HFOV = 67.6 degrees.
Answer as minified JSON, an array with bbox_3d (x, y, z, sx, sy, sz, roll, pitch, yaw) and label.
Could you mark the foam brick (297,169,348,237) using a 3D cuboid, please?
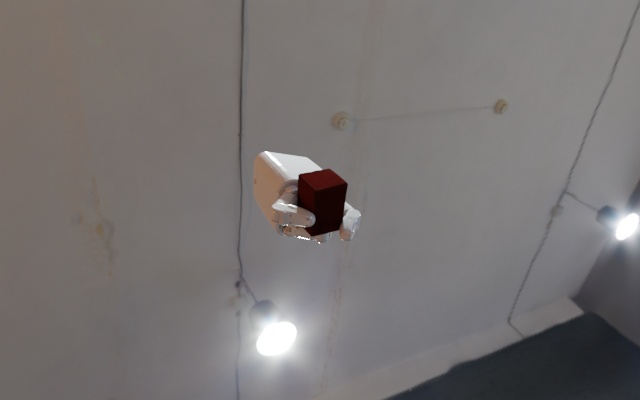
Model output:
[{"bbox_3d":[0.000,0.002,0.670,0.053,0.078,0.051,-12,36,-26],"label":"foam brick"}]
